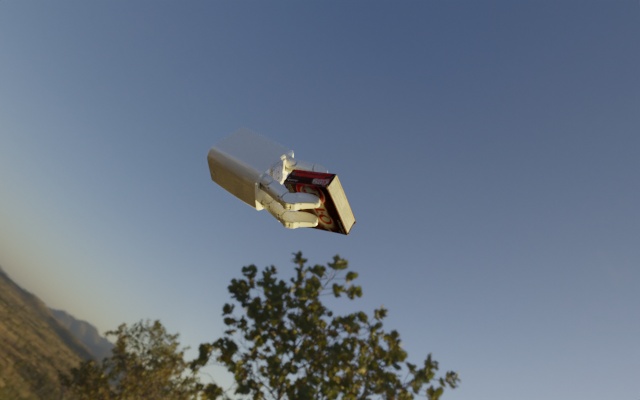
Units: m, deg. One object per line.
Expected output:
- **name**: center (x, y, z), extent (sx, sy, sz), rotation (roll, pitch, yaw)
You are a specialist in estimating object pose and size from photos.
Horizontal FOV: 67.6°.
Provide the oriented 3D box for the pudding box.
- **pudding box**: center (0.000, 0.002, 0.796), extent (0.090, 0.039, 0.114), rotation (10, -38, 36)
